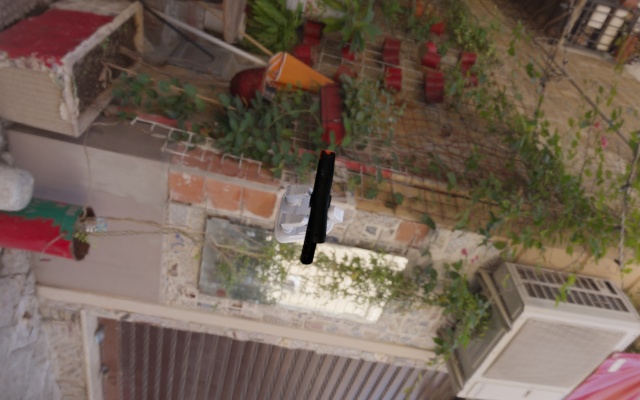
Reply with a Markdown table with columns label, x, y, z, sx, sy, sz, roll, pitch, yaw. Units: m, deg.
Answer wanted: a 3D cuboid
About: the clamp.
| label | x | y | z | sx | sy | sz | roll | pitch | yaw |
| --- | --- | --- | --- | --- | --- | --- | --- | --- | --- |
| clamp | 0.001 | 0.002 | 0.842 | 0.036 | 0.210 | 0.164 | 12 | -15 | -6 |
